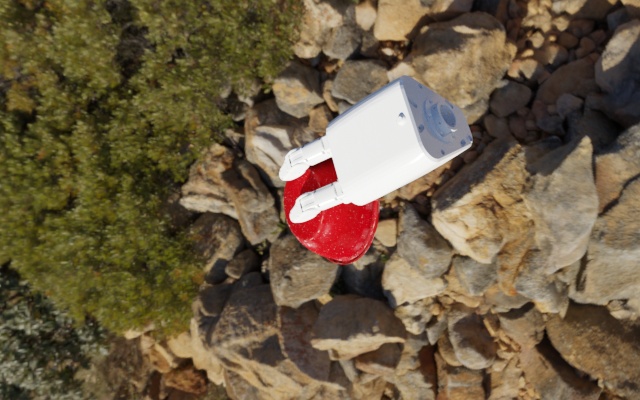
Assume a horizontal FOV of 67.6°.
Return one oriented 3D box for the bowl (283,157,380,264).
[{"bbox_3d":[-0.001,0.003,0.593,0.055,0.162,0.162,-4,2,-34],"label":"bowl"}]
